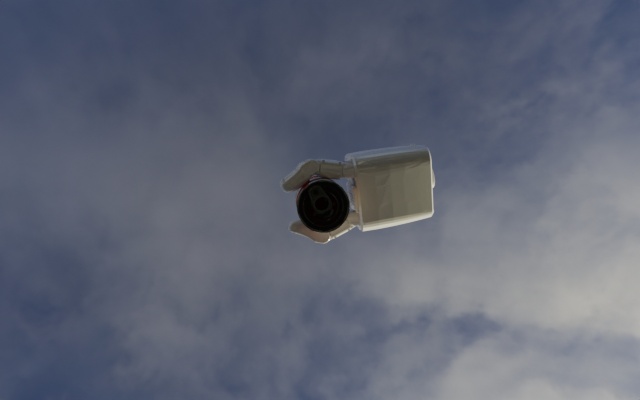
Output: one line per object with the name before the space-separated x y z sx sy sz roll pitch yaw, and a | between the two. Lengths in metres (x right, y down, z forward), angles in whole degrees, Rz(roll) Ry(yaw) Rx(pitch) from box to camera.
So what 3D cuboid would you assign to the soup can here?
soup can | 0.000 0.002 0.655 0.068 0.068 0.102 0 6 -4
